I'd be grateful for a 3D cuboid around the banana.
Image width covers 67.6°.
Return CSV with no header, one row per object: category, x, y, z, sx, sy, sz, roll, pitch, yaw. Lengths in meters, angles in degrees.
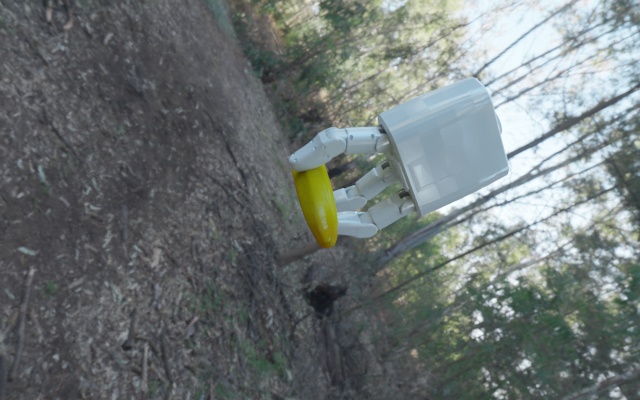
banana,-0.007,-0.016,0.516,0.037,0.070,0.197,-21,18,1
